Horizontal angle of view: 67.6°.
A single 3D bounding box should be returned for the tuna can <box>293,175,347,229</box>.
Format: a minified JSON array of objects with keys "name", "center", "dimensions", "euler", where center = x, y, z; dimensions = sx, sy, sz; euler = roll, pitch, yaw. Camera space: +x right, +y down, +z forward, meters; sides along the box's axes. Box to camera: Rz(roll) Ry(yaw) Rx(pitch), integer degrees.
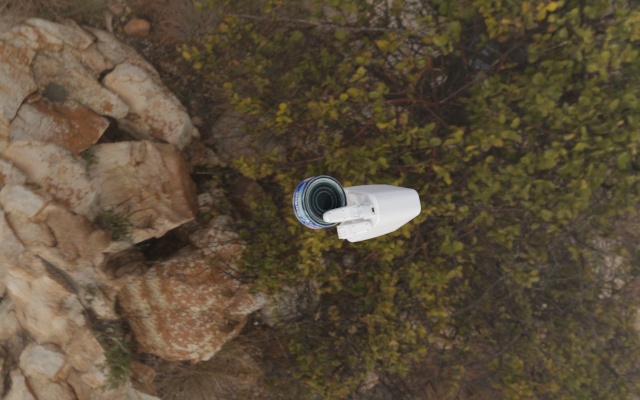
[{"name":"tuna can","center":[0.000,0.002,0.774],"dimensions":[0.086,0.086,0.034],"euler":[0,-6,-31]}]
